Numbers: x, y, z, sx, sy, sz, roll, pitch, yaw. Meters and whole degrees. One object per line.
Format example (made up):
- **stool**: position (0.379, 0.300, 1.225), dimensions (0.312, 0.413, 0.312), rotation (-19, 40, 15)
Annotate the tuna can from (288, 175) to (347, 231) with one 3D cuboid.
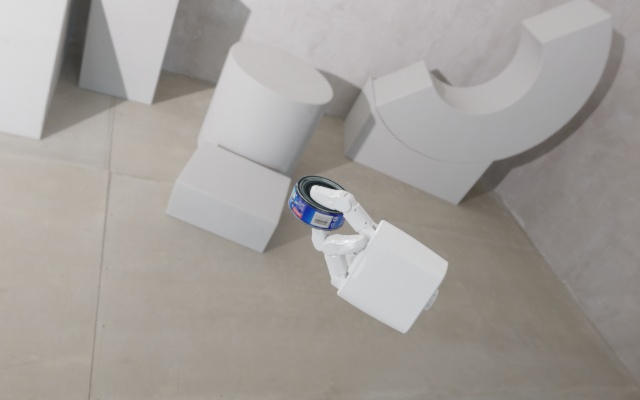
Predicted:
- **tuna can**: position (0.000, 0.002, 0.672), dimensions (0.086, 0.034, 0.086), rotation (17, 34, -11)
